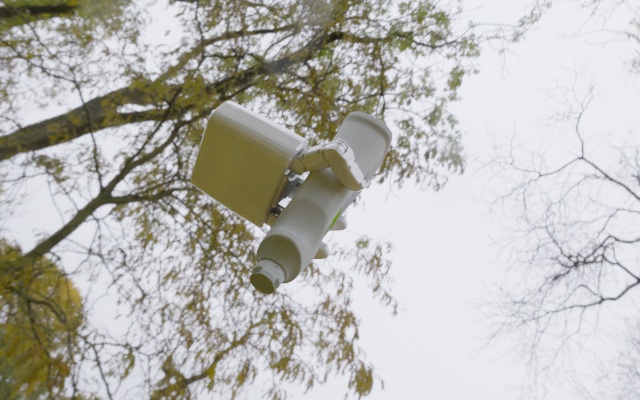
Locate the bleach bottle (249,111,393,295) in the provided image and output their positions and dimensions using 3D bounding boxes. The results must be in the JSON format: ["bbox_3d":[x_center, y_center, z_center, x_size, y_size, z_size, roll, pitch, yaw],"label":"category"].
[{"bbox_3d":[0.000,0.002,0.537,0.068,0.103,0.250,30,46,7],"label":"bleach bottle"}]
